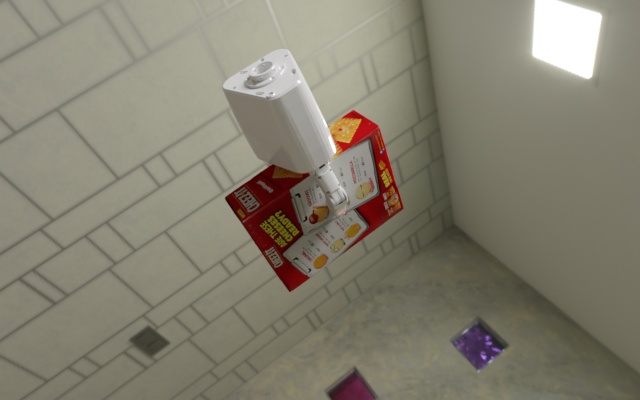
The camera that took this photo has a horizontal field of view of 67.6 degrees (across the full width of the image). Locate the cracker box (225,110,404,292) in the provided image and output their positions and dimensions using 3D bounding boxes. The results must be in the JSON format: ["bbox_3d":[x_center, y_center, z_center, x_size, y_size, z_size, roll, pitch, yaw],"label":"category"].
[{"bbox_3d":[0.000,0.002,0.664,0.213,0.164,0.072,-35,44,-10],"label":"cracker box"}]
